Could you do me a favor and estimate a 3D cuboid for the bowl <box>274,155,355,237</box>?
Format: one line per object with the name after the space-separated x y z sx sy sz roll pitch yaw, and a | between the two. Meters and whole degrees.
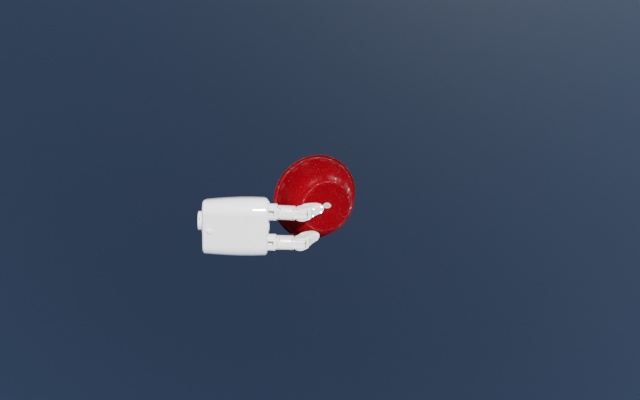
0.002 0.003 0.856 0.162 0.162 0.055 0 18 -23 | bowl
